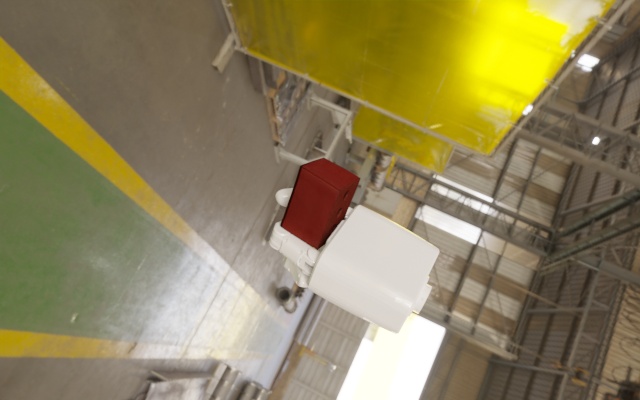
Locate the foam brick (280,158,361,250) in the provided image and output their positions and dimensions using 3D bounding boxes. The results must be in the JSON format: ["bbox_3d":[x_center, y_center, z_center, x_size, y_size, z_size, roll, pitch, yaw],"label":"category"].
[{"bbox_3d":[0.000,0.001,0.516,0.051,0.078,0.053,30,29,19],"label":"foam brick"}]
